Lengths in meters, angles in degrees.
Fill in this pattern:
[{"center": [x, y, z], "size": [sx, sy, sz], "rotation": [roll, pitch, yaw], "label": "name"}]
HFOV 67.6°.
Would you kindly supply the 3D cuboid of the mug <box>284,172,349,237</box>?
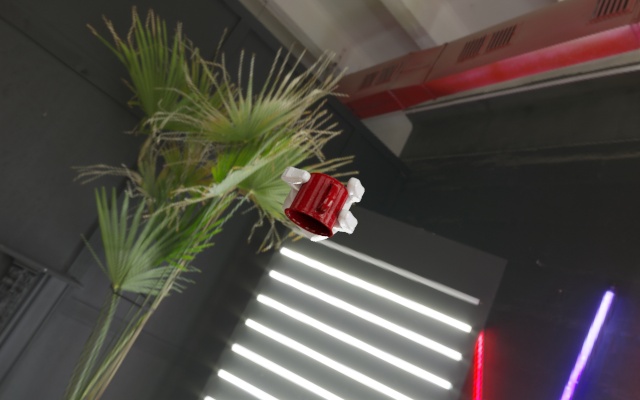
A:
[{"center": [0.001, 0.002, 0.811], "size": [0.093, 0.081, 0.117], "rotation": [30, -20, -7], "label": "mug"}]
